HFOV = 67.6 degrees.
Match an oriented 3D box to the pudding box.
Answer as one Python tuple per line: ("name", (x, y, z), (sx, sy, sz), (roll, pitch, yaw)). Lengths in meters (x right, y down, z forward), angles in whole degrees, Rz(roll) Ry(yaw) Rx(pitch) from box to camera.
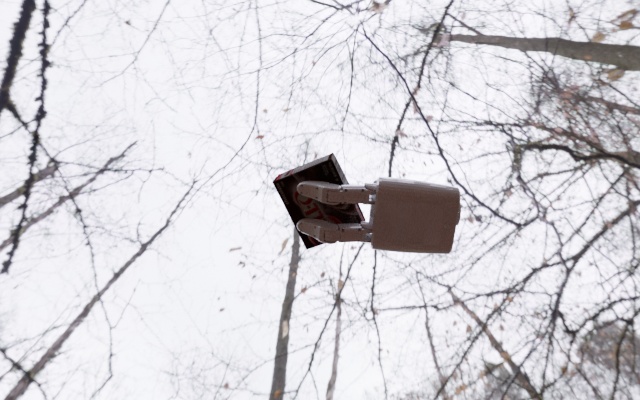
("pudding box", (0.000, 0.002, 0.655), (0.090, 0.113, 0.039), (-21, 15, 17))
